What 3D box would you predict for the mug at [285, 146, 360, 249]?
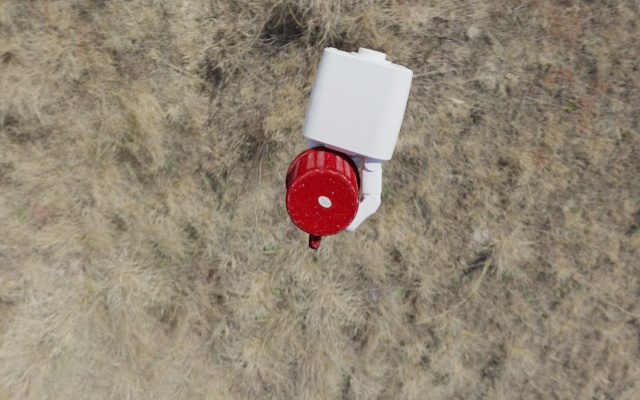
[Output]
[{"bbox_3d":[0.000,0.003,0.558,0.093,0.117,0.081,11,19,-3],"label":"mug"}]
